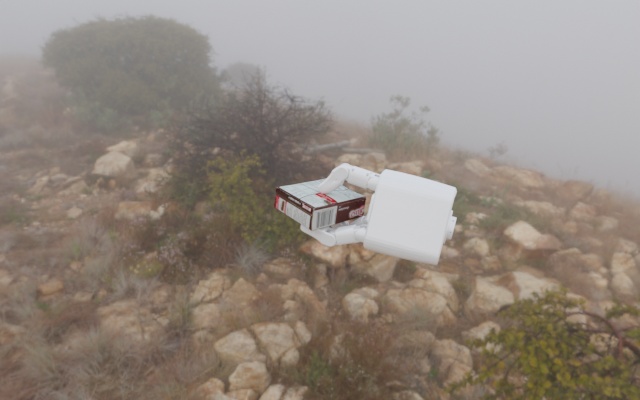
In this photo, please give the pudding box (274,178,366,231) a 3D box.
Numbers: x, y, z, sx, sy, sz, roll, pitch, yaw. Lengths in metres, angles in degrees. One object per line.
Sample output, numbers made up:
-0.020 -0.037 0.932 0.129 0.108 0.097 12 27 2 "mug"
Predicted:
0.000 0.002 0.731 0.113 0.039 0.090 -11 29 -42 "pudding box"
